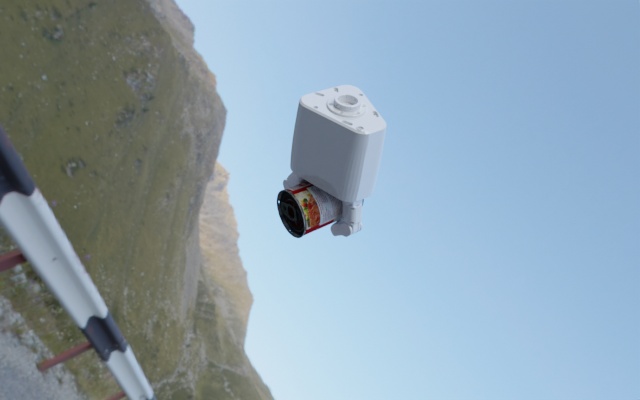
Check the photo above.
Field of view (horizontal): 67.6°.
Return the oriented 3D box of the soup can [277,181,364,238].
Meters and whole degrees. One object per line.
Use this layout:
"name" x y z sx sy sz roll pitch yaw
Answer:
"soup can" 0.000 0.003 0.659 0.102 0.068 0.068 -22 11 -30
